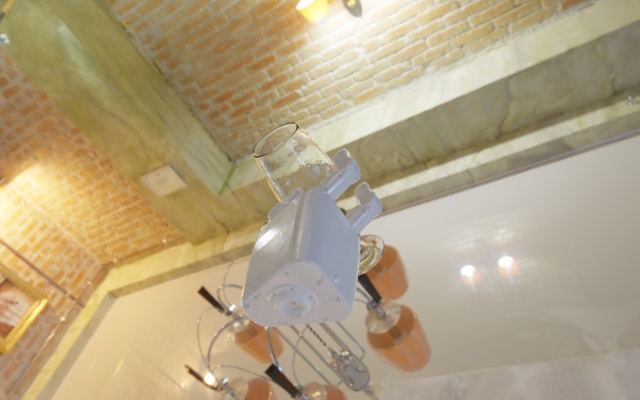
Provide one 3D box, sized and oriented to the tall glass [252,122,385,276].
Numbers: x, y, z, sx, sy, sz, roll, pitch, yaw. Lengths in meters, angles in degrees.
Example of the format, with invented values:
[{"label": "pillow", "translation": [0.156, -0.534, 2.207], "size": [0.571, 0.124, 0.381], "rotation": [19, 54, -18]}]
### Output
[{"label": "tall glass", "translation": [0.000, 0.002, 0.583], "size": [0.079, 0.201, 0.079], "rotation": [-27, 29, 17]}]
